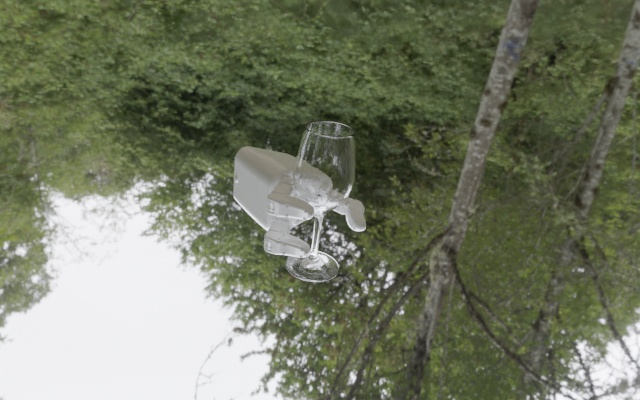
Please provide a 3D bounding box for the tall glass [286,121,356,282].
[{"bbox_3d":[0.000,0.003,0.617,0.079,0.201,0.079,6,27,-3],"label":"tall glass"}]
